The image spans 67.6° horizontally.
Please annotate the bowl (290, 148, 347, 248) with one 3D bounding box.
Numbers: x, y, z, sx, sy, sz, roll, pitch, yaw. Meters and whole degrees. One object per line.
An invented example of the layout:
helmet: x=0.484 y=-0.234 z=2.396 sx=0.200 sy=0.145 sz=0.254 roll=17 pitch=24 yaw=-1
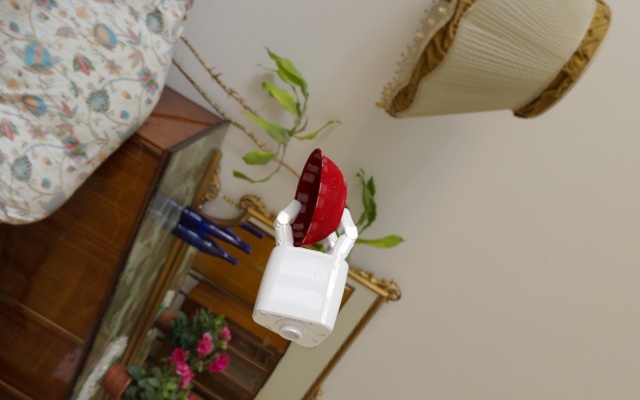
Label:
bowl: x=0.001 y=0.001 z=0.751 sx=0.055 sy=0.162 sz=0.162 roll=13 pitch=-3 yaw=-15
